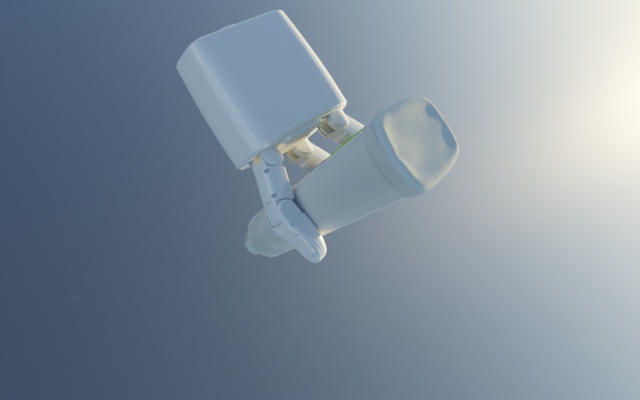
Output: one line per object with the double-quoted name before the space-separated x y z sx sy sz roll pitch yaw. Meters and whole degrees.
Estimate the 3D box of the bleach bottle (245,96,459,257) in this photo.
"bleach bottle" 0.000 0.001 0.440 0.251 0.068 0.102 -32 2 43
